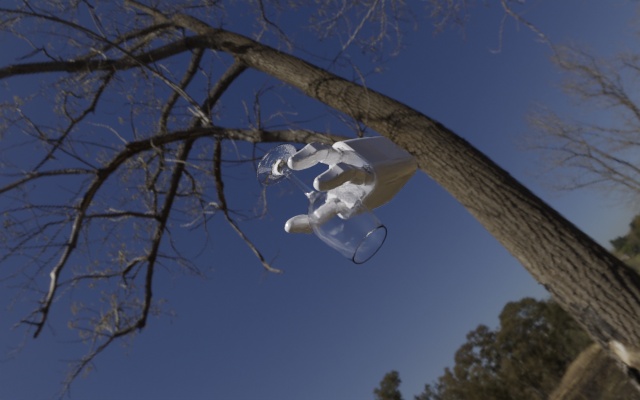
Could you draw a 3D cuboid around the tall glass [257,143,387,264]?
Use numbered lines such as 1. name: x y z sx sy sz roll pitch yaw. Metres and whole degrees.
1. tall glass: 0.000 0.002 0.665 0.201 0.079 0.079 41 24 31
